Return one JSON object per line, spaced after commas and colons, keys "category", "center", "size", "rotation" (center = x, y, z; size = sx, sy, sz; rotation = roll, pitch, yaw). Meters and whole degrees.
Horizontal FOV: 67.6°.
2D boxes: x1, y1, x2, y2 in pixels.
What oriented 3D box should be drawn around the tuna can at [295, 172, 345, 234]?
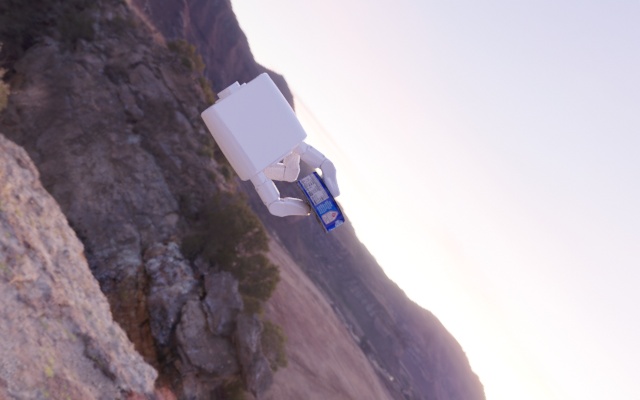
{"category": "tuna can", "center": [0.001, 0.002, 0.679], "size": [0.034, 0.086, 0.086], "rotation": [-31, 2, -3]}
